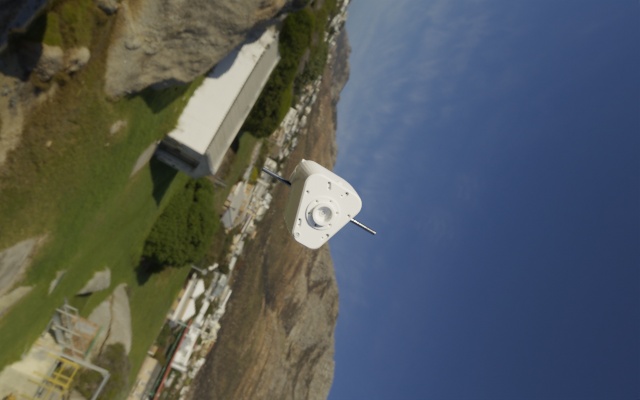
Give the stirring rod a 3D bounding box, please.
[{"bbox_3d":[0.000,0.003,0.864,0.239,0.011,0.011,30,-8,-14],"label":"stirring rod"}]
